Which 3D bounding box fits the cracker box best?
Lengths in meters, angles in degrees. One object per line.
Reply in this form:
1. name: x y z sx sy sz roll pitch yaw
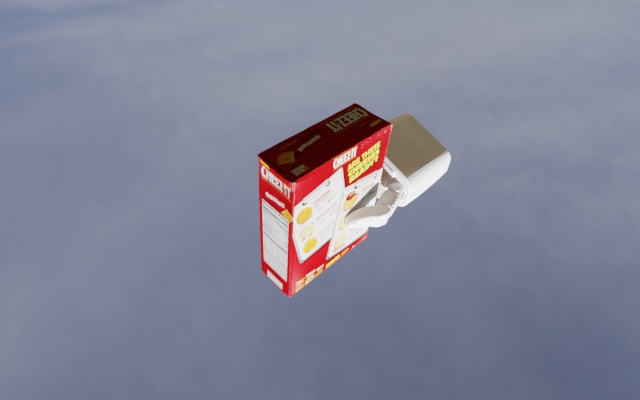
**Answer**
1. cracker box: 0.000 0.002 0.621 0.072 0.214 0.164 37 53 28
